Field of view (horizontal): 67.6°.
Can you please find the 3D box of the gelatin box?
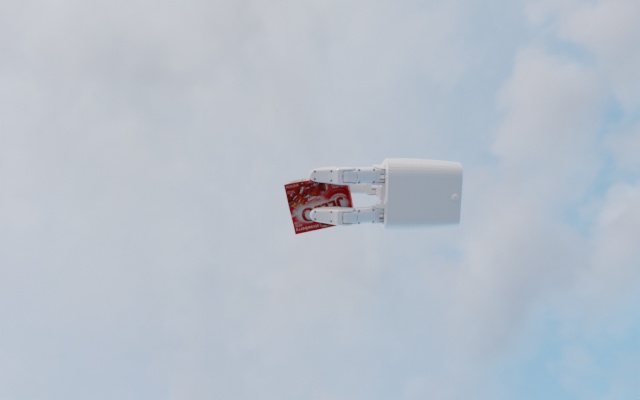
[{"bbox_3d":[0.000,0.002,0.671,0.089,0.073,0.030,-11,10,6],"label":"gelatin box"}]
